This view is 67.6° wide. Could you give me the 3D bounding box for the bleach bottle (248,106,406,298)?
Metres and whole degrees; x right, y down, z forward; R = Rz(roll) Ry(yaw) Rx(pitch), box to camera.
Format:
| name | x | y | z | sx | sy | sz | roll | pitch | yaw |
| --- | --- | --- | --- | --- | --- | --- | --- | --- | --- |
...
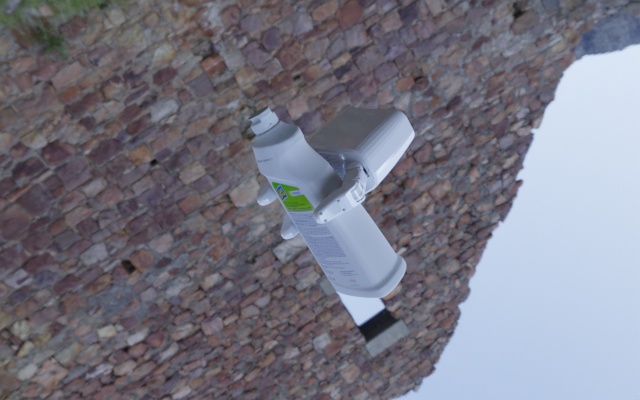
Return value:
| name | x | y | z | sx | sy | sz | roll | pitch | yaw |
| --- | --- | --- | --- | --- | --- | --- | --- | --- | --- |
| bleach bottle | 0.000 | 0.002 | 0.562 | 0.102 | 0.251 | 0.068 | -7 | 32 | 49 |
